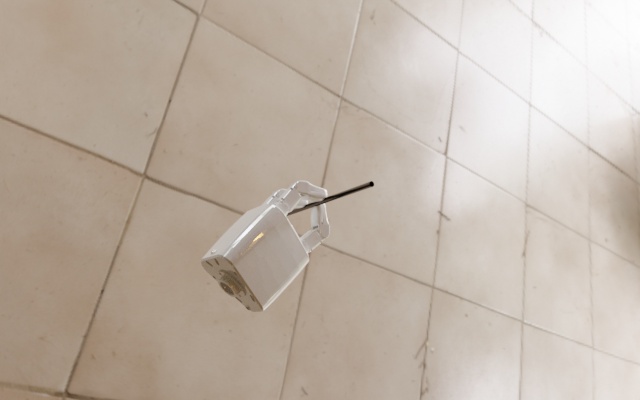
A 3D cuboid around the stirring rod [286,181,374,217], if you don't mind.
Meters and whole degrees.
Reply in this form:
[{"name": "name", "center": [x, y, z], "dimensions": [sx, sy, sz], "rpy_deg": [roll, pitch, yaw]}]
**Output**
[{"name": "stirring rod", "center": [0.000, 0.002, 0.725], "dimensions": [0.011, 0.011, 0.239], "rpy_deg": [0, -12, -35]}]
